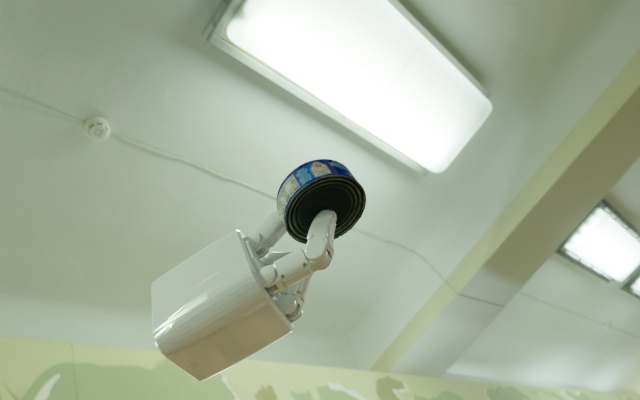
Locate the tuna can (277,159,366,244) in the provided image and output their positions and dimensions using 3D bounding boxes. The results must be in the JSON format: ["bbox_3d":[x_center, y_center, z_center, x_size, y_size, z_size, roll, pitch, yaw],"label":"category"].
[{"bbox_3d":[0.000,0.001,0.479,0.086,0.086,0.033,0,37,-27],"label":"tuna can"}]
